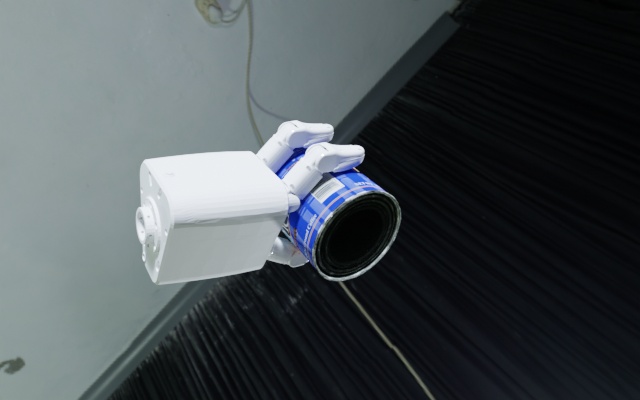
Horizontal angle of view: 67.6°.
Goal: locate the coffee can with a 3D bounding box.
[{"bbox_3d":[0.000,0.002,0.502,0.103,0.103,0.140,0,29,-38],"label":"coffee can"}]
